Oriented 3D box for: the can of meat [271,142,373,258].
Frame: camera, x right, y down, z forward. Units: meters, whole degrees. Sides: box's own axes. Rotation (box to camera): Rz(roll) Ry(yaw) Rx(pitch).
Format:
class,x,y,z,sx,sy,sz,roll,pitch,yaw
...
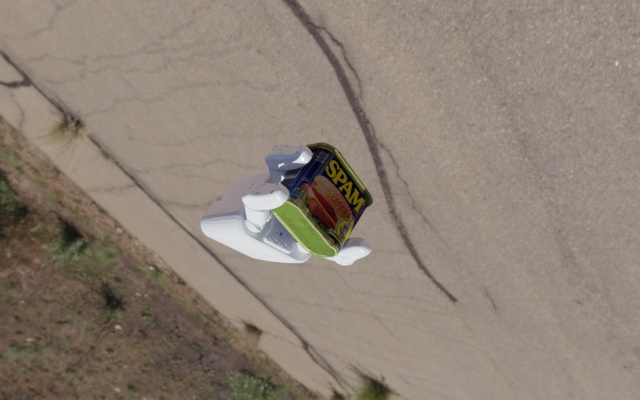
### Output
class,x,y,z,sx,sy,sz,roll,pitch,yaw
can of meat,0.000,0.002,0.529,0.057,0.084,0.102,-3,-45,48
